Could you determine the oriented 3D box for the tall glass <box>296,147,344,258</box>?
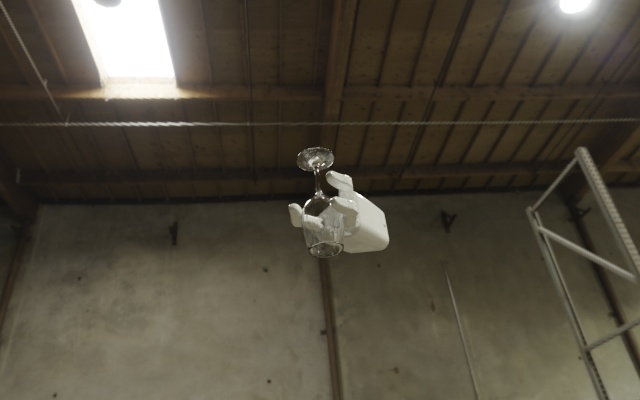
[{"bbox_3d":[0.000,0.002,0.878,0.079,0.201,0.079,-5,-33,-3],"label":"tall glass"}]
